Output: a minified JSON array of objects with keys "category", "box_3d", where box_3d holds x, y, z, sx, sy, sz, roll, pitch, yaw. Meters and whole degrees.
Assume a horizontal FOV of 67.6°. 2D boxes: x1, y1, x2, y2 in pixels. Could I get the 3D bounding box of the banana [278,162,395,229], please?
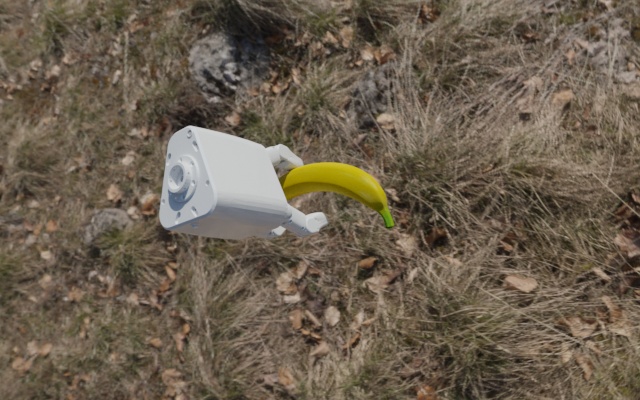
[{"category":"banana","box_3d":[0.006,-0.016,0.615,0.198,0.069,0.037,12,3,35]}]
